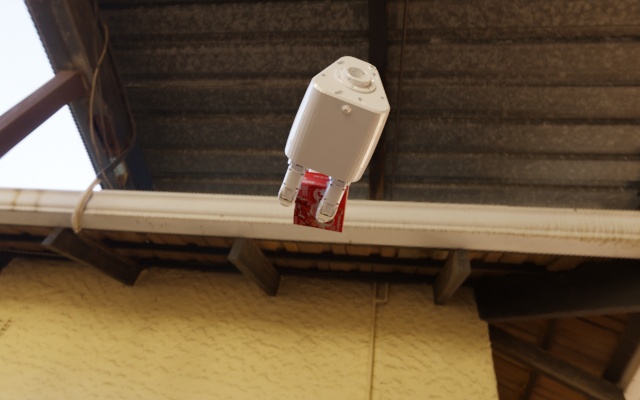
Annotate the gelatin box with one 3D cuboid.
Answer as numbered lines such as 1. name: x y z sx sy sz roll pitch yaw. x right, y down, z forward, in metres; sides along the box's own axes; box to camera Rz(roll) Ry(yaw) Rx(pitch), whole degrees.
1. gelatin box: 0.000 0.002 0.669 0.073 0.030 0.089 10 -43 4
